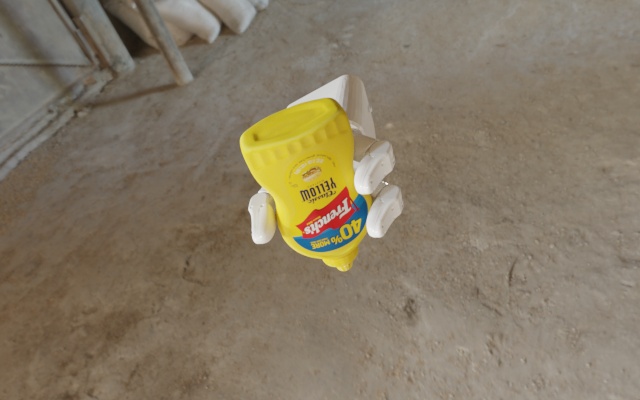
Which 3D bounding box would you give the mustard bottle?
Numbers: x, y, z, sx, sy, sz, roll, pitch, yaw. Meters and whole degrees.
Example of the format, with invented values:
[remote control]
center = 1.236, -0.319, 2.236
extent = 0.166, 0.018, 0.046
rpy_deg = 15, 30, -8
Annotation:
[mustard bottle]
center = 0.000, 0.002, 0.467
extent = 0.096, 0.192, 0.058
rpy_deg = -24, 39, -4
